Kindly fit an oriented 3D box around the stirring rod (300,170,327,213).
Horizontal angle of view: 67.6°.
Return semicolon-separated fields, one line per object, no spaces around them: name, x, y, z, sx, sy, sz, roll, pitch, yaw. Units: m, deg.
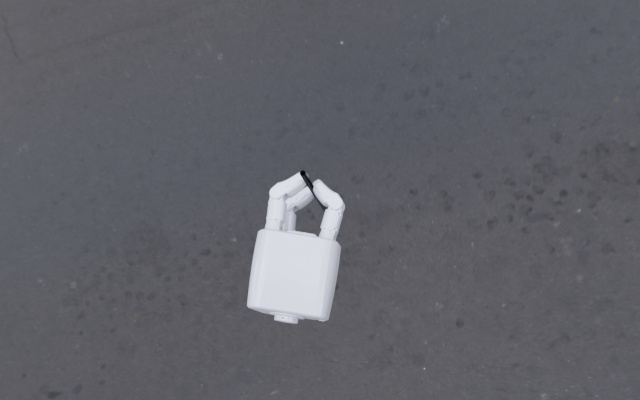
stirring rod;0.000;0.003;0.751;0.011;0.011;0.240;0;-19;12
